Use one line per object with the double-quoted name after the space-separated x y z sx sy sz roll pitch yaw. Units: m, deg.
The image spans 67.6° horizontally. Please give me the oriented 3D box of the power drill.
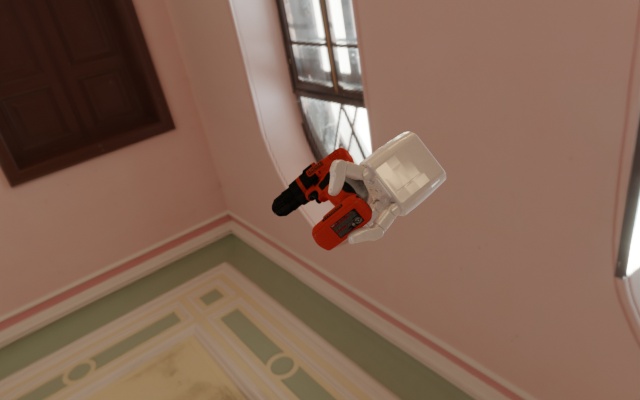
0.001 0.003 0.853 0.057 0.184 0.187 45 11 -36 "power drill"
